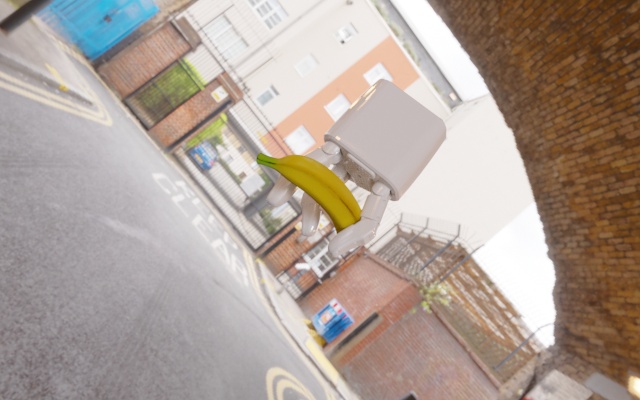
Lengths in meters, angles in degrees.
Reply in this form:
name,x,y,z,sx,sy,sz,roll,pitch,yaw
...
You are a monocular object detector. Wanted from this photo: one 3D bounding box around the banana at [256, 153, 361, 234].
name,x,y,z,sx,sy,sz,roll,pitch,yaw
banana,0.011,0.003,0.549,0.069,0.037,0.198,13,-25,44
